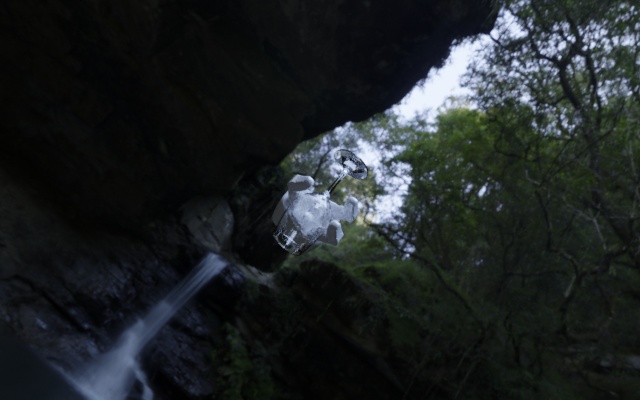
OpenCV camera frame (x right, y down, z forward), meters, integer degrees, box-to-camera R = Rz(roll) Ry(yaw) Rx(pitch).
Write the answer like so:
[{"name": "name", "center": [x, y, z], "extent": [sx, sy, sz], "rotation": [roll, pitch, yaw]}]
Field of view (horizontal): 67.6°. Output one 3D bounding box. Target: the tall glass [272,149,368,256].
[{"name": "tall glass", "center": [0.001, 0.002, 0.840], "extent": [0.079, 0.079, 0.201], "rotation": [0, 44, 53]}]
